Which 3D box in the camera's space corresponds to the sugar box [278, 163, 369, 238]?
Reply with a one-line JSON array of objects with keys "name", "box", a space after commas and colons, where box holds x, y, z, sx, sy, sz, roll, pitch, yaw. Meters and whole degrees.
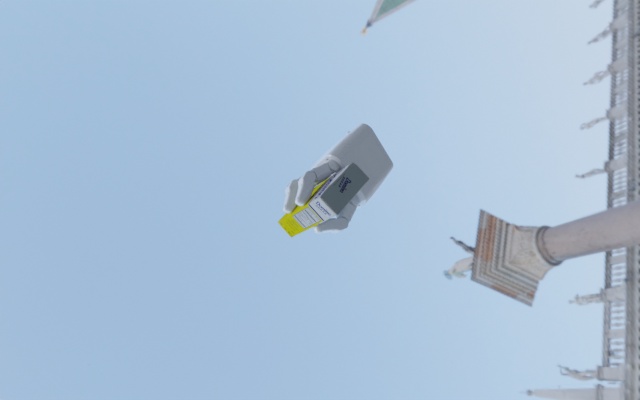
[{"name": "sugar box", "box": [0.000, 0.002, 0.804, 0.093, 0.048, 0.176, -47, 6, -30]}]
